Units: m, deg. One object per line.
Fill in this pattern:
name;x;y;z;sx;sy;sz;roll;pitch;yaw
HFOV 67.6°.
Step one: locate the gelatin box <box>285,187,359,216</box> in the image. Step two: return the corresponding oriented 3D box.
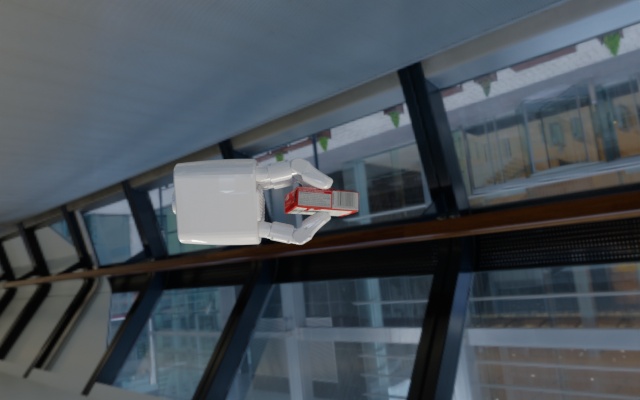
gelatin box;0.000;0.003;0.661;0.089;0.030;0.073;5;-9;-14
